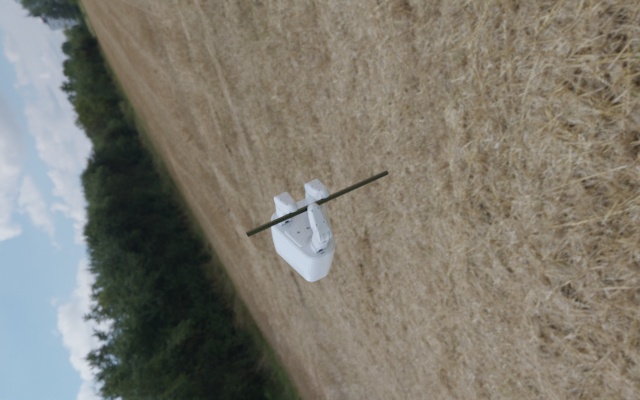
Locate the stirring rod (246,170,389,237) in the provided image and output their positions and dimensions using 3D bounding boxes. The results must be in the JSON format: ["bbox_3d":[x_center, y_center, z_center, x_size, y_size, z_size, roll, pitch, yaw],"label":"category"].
[{"bbox_3d":[0.000,0.002,0.720,0.239,0.011,0.011,-24,7,-17],"label":"stirring rod"}]
